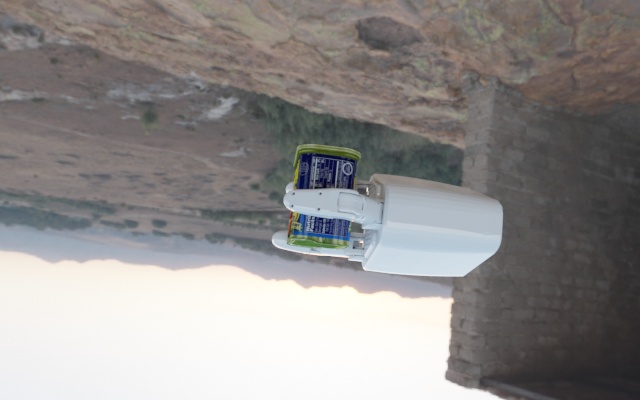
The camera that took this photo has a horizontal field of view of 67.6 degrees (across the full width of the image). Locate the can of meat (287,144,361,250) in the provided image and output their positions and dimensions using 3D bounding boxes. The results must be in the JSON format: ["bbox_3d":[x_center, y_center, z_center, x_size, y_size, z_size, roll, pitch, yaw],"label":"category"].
[{"bbox_3d":[0.000,0.002,0.448,0.057,0.084,0.102,7,-8,-5],"label":"can of meat"}]
